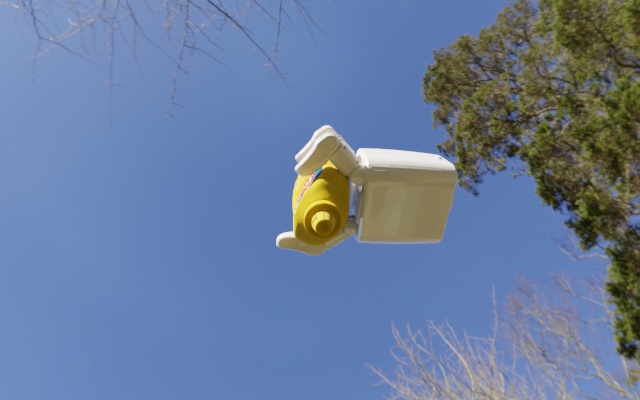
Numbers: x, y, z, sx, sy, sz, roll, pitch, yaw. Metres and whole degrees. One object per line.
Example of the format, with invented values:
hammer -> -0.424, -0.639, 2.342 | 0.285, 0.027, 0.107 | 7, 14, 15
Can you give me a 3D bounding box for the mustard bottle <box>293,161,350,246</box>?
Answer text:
mustard bottle -> 0.000, 0.002, 0.576 | 0.058, 0.096, 0.191 | 26, 13, -10
